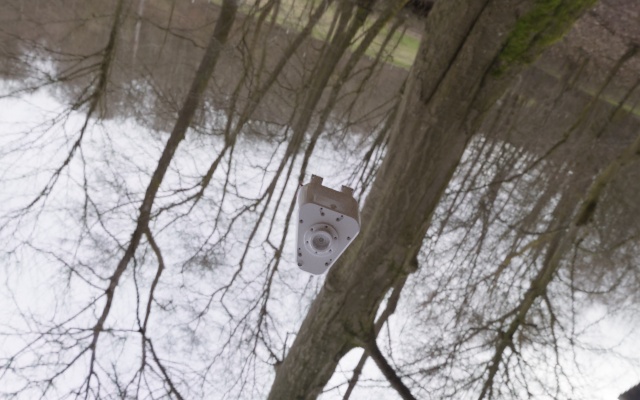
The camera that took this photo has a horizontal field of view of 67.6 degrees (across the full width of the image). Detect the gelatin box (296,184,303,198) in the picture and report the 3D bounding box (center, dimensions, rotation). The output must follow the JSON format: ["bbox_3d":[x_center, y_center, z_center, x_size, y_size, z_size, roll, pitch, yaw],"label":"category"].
[{"bbox_3d":[0.000,0.003,0.859,0.073,0.030,0.089,18,11,-17],"label":"gelatin box"}]
